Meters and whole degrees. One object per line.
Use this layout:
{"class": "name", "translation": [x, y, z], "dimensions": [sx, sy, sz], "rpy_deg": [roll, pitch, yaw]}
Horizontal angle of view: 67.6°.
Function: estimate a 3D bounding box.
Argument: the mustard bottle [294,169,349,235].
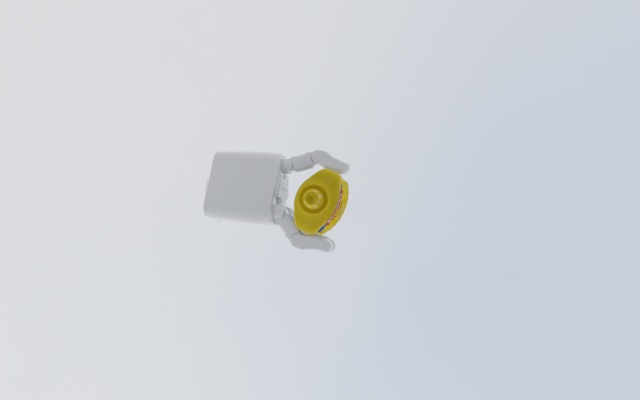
{"class": "mustard bottle", "translation": [0.000, 0.002, 0.693], "dimensions": [0.058, 0.096, 0.191], "rpy_deg": [28, 1, 9]}
